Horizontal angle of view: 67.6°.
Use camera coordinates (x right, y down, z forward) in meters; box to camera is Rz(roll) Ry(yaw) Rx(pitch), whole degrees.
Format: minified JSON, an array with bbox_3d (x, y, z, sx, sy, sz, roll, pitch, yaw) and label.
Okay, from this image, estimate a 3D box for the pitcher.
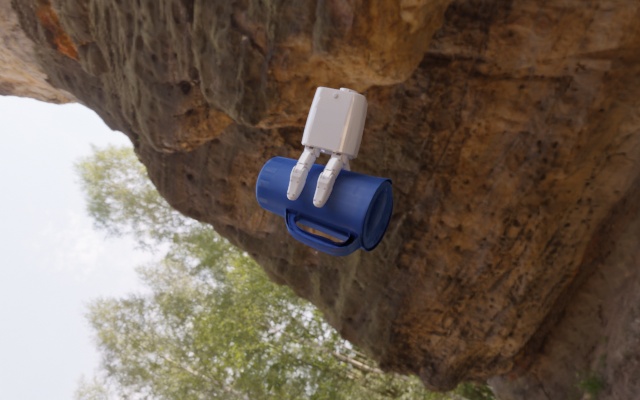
[{"bbox_3d":[0.000,0.003,0.876,0.243,0.145,0.149,17,7,26],"label":"pitcher"}]
